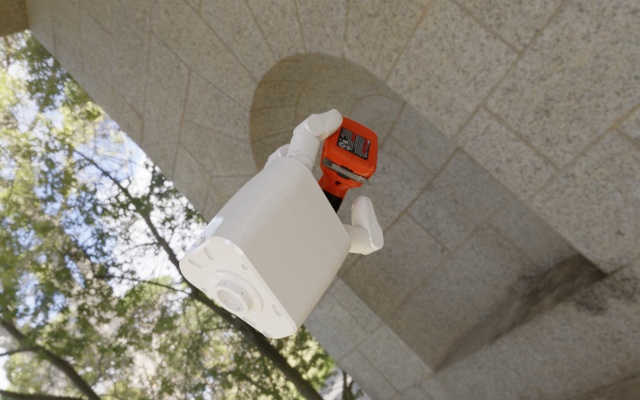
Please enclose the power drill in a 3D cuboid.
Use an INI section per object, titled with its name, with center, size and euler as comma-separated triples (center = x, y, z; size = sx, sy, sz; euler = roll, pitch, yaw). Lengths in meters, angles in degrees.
[power drill]
center = 0.000, 0.002, 0.546
size = 0.057, 0.188, 0.184
euler = 23, 30, -6
